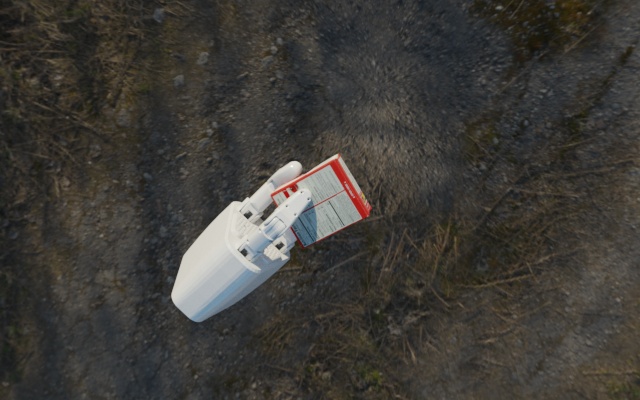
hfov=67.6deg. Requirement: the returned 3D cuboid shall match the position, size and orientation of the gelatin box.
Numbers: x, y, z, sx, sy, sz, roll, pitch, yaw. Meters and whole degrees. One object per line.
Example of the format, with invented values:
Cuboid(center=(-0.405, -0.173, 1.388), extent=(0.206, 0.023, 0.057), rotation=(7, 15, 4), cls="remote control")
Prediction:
Cuboid(center=(0.000, 0.002, 0.528), extent=(0.089, 0.073, 0.030), rotation=(-28, 11, 20), cls="gelatin box")
